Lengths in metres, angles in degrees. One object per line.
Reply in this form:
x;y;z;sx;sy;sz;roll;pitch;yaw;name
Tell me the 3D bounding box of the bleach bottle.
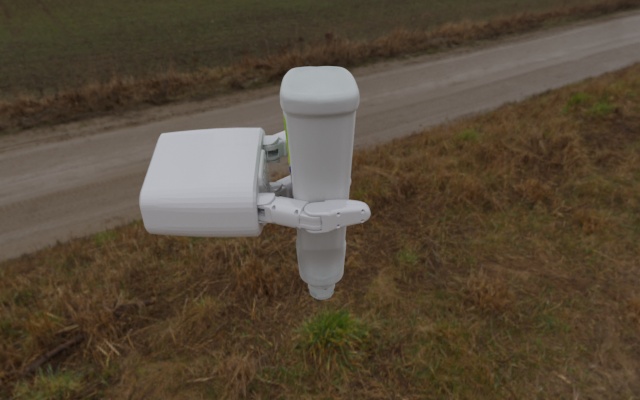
0.000;0.001;0.482;0.068;0.251;0.102;-1;30;-1;bleach bottle
